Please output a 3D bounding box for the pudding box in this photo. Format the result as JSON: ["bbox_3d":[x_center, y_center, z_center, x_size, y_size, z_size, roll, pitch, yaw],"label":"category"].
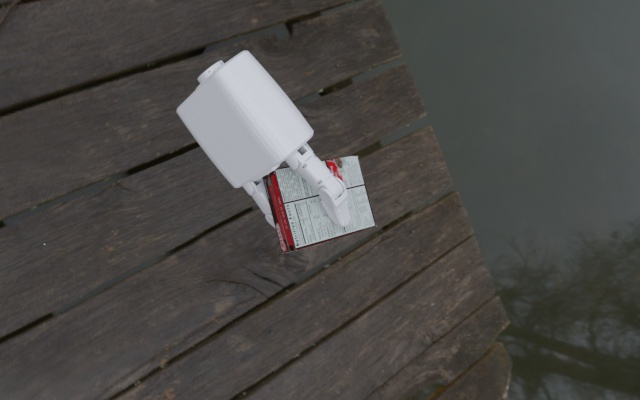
[{"bbox_3d":[0.000,0.002,0.531,0.113,0.090,0.039,-13,-2,-28],"label":"pudding box"}]
